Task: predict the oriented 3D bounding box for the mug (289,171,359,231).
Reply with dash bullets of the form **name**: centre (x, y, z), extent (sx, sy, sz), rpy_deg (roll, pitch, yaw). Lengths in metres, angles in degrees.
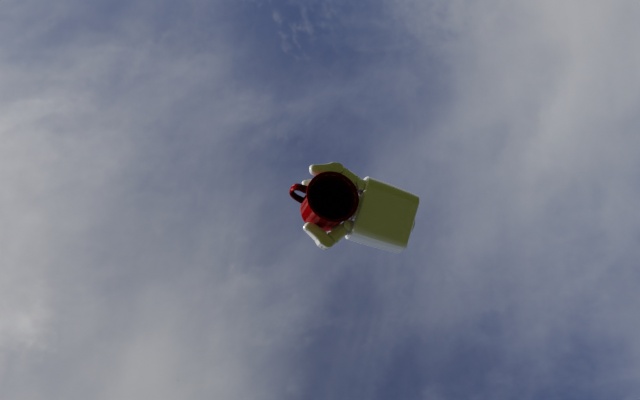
- **mug**: centre (-0.001, 0.002, 0.842), extent (0.117, 0.093, 0.081), rpy_deg (19, -24, -8)
